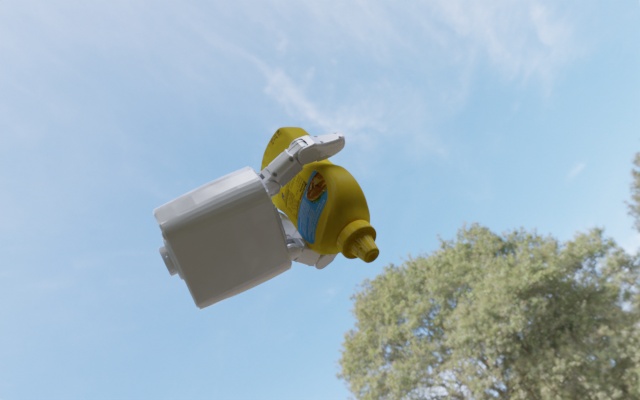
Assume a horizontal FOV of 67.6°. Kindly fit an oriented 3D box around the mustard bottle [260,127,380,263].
[{"bbox_3d":[0.000,0.001,0.516,0.058,0.096,0.191,-4,35,-34],"label":"mustard bottle"}]
